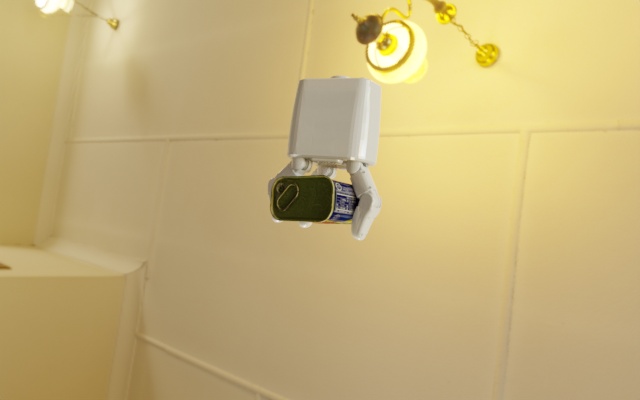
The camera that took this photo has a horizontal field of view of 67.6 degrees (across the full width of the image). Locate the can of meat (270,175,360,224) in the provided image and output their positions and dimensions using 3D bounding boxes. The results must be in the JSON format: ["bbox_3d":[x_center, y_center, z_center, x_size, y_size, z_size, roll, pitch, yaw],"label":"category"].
[{"bbox_3d":[0.000,0.002,0.621,0.102,0.057,0.084,0,-6,38],"label":"can of meat"}]
